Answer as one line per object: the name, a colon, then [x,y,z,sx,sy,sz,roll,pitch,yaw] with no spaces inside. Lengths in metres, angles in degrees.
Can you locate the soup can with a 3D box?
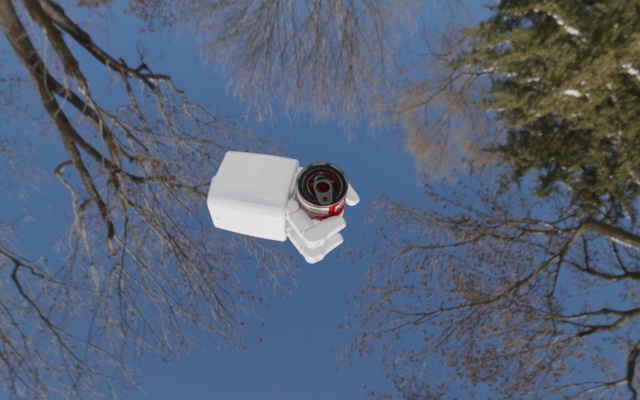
soup can: [0.001,0.002,0.659,0.068,0.068,0.102,0,-29,-3]
